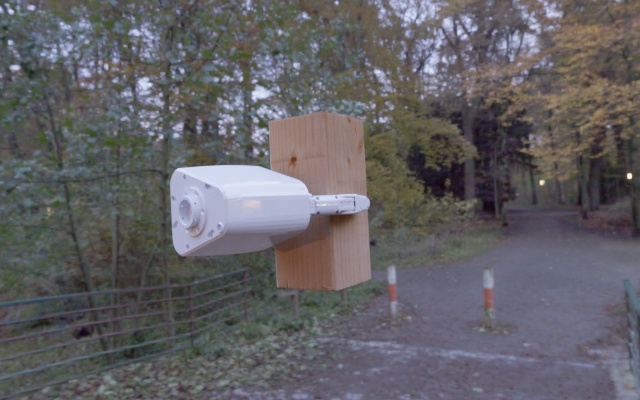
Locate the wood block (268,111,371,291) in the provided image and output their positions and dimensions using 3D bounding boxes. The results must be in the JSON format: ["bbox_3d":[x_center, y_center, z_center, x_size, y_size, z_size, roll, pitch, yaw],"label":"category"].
[{"bbox_3d":[0.000,0.002,0.600,0.091,0.206,0.090,-3,0,34],"label":"wood block"}]
